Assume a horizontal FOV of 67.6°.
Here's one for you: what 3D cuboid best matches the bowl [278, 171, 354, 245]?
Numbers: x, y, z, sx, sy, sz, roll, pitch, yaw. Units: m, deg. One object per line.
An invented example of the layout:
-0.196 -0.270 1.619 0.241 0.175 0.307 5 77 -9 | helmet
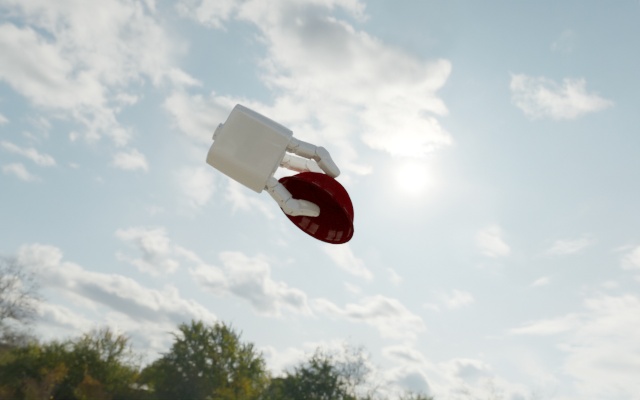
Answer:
0.001 0.003 0.829 0.162 0.162 0.055 0 42 46 | bowl
